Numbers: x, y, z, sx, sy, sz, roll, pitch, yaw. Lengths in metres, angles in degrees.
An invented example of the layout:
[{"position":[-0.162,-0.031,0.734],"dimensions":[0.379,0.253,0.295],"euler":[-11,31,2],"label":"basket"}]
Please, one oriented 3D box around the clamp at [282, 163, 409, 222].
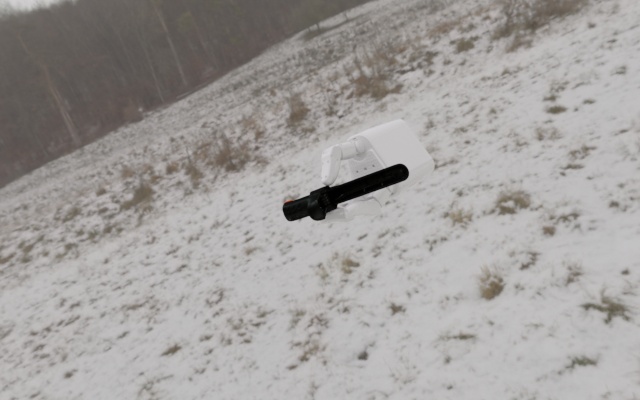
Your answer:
[{"position":[0.000,0.001,0.668],"dimensions":[0.164,0.036,0.210],"euler":[-24,5,-40],"label":"clamp"}]
